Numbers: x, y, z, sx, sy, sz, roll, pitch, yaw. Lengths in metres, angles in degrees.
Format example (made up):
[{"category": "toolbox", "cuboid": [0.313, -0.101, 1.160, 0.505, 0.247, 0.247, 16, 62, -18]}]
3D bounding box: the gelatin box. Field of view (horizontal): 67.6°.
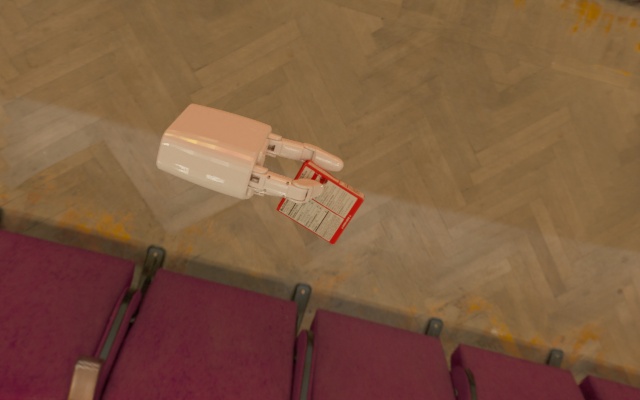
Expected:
[{"category": "gelatin box", "cuboid": [0.000, 0.002, 0.609, 0.089, 0.073, 0.030, 32, 16, -2]}]
